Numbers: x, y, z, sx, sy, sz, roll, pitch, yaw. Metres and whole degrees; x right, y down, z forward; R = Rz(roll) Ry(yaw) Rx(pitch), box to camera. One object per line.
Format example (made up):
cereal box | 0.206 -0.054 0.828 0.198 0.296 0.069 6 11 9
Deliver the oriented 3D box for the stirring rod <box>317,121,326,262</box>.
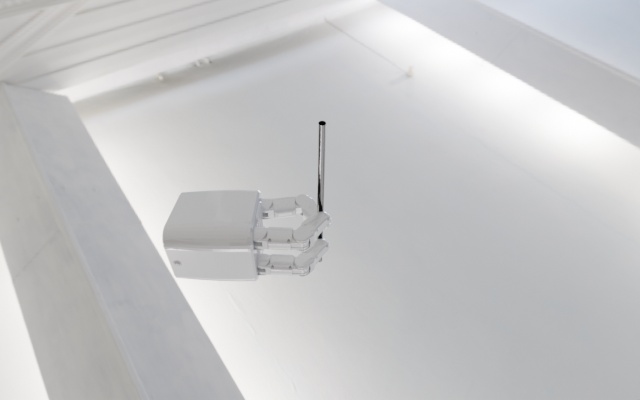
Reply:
stirring rod | 0.000 0.002 0.578 0.011 0.011 0.240 0 -42 -1
